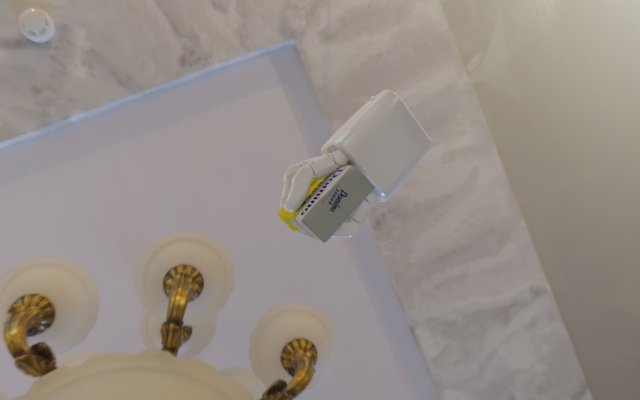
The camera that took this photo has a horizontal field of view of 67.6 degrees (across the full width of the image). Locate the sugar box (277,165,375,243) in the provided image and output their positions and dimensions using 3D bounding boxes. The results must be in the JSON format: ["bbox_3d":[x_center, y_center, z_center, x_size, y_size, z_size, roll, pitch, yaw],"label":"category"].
[{"bbox_3d":[0.000,0.002,0.633,0.048,0.093,0.176,44,-10,-8],"label":"sugar box"}]
